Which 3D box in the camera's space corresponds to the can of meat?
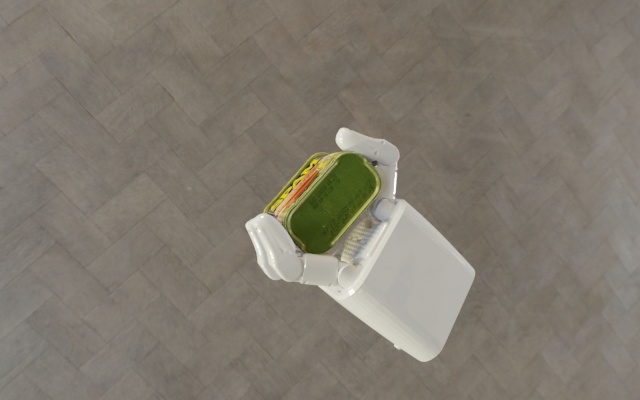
[{"bbox_3d":[0.000,0.001,0.444,0.057,0.102,0.084,44,-10,-14],"label":"can of meat"}]
